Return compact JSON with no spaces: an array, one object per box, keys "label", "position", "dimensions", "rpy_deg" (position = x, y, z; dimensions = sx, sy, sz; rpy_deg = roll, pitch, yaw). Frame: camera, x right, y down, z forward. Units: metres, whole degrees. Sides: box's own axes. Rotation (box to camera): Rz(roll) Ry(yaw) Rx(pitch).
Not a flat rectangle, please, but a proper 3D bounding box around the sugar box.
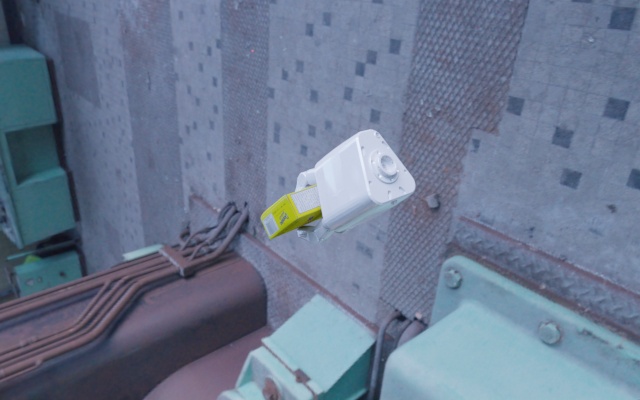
[{"label":"sugar box","position":[0.000,0.003,0.754],"dimensions":[0.176,0.048,0.093],"rpy_deg":[-18,-12,-38]}]
